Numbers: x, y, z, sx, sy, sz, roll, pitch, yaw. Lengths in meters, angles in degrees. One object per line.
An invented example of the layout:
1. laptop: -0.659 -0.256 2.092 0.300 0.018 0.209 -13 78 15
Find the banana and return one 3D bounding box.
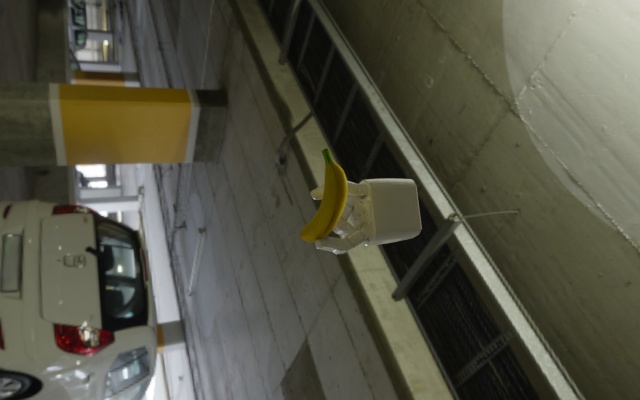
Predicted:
1. banana: 0.008 0.013 0.782 0.037 0.198 0.069 -5 44 -25
